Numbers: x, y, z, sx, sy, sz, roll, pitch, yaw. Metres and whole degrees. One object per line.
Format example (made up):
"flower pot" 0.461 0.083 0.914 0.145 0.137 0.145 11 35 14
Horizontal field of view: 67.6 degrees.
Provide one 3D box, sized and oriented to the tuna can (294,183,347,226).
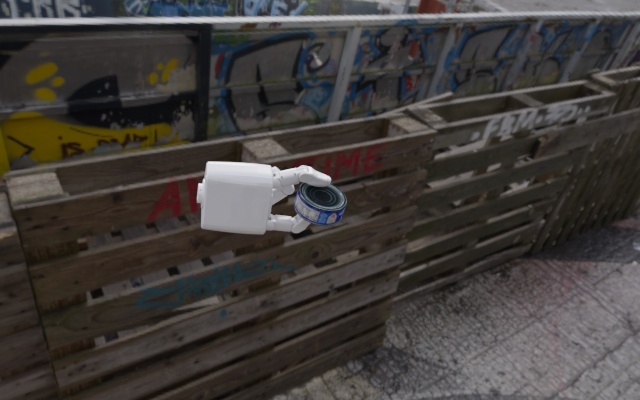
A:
"tuna can" 0.000 0.002 0.802 0.086 0.034 0.086 13 35 -10
